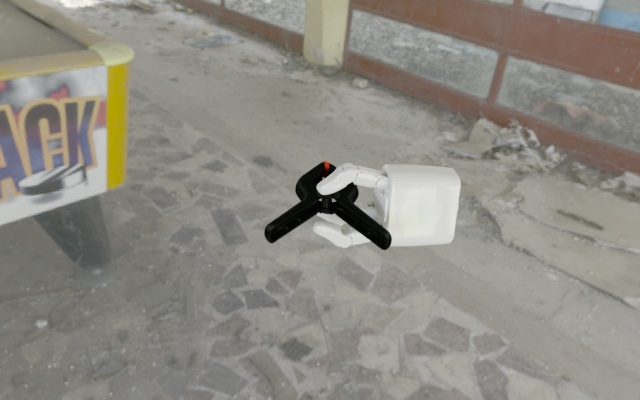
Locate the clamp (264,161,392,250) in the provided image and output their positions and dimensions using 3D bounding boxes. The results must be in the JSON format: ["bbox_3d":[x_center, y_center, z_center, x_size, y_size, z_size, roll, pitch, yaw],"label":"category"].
[{"bbox_3d":[0.000,0.001,0.687,0.164,0.036,0.209,1,32,-9],"label":"clamp"}]
